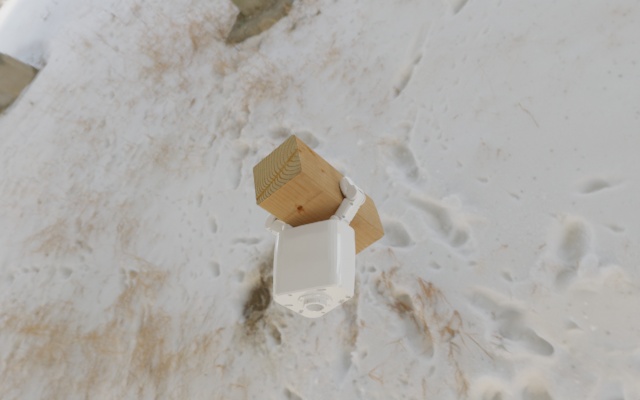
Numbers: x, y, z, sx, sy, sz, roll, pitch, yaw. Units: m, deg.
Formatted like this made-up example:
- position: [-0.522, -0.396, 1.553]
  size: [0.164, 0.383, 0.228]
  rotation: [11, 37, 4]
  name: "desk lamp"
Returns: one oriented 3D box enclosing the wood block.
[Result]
- position: [0.000, 0.003, 0.762]
  size: [0.091, 0.090, 0.206]
  rotation: [-36, -49, 21]
  name: "wood block"
